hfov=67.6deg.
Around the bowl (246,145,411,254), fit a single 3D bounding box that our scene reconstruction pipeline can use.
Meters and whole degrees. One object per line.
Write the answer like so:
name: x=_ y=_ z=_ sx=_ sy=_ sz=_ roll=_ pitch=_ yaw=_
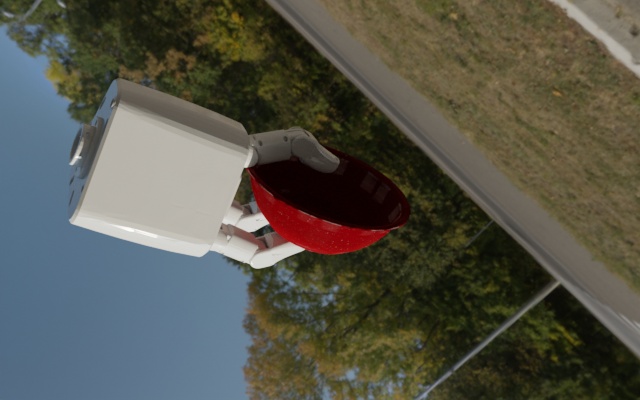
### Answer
bowl: x=0.001 y=0.002 z=0.452 sx=0.162 sy=0.055 sz=0.162 roll=17 pitch=26 yaw=-8
